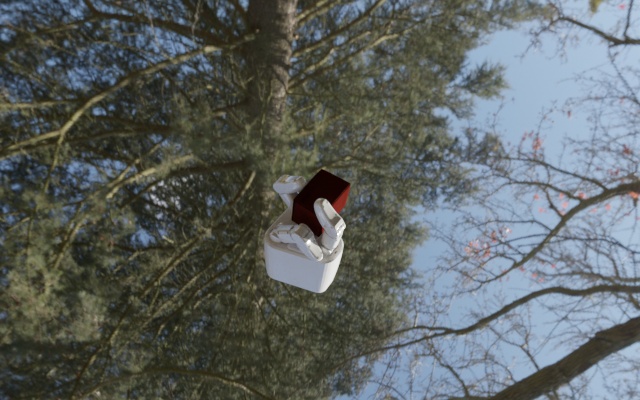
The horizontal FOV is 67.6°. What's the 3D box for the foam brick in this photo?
[{"bbox_3d":[0.000,0.002,0.706,0.053,0.078,0.051,30,-35,17],"label":"foam brick"}]
